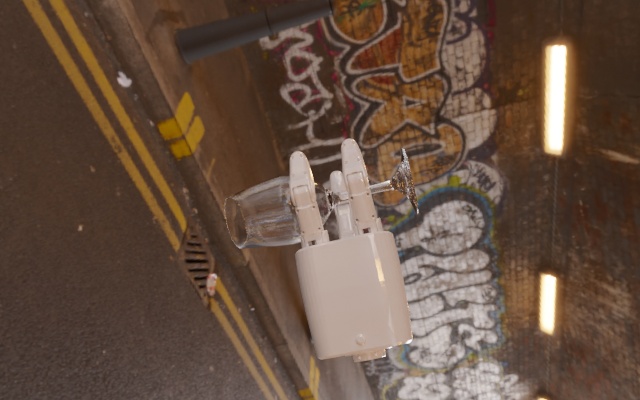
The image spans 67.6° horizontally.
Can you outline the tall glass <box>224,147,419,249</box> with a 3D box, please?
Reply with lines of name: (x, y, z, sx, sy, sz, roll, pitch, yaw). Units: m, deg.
tall glass: (0.001, 0.001, 0.523, 0.201, 0.079, 0.079, -13, -2, 8)
